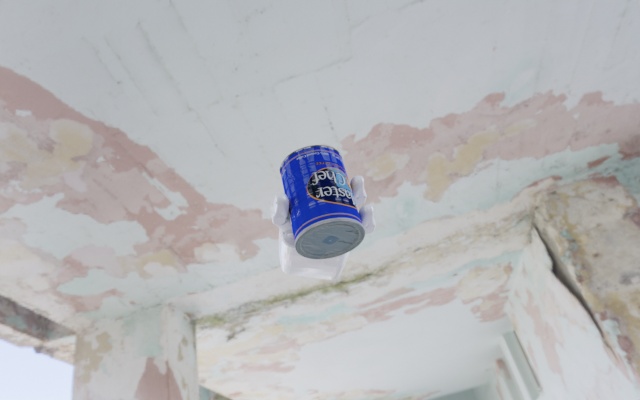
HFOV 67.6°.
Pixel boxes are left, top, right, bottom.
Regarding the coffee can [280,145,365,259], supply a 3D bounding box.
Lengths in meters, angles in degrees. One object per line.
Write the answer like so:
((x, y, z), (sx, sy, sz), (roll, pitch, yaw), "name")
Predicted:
((0.000, 0.002, 0.718), (0.103, 0.140, 0.103), (-10, -34, -7), "coffee can")
